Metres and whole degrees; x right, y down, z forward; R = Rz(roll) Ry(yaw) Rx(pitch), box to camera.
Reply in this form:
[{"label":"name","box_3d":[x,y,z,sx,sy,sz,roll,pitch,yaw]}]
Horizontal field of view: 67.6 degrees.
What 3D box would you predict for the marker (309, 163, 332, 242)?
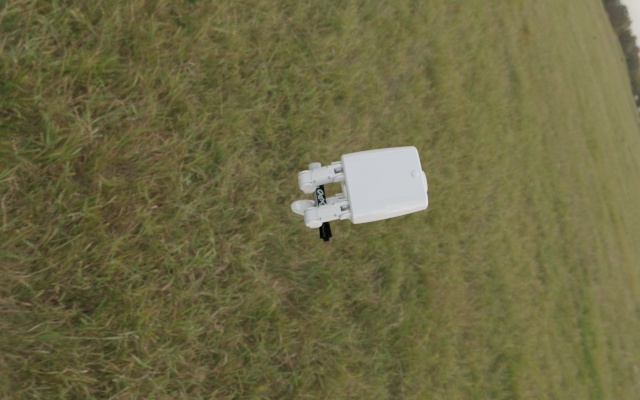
[{"label":"marker","box_3d":[0.000,0.002,0.724,0.020,0.121,0.020,-9,-13,-2]}]
